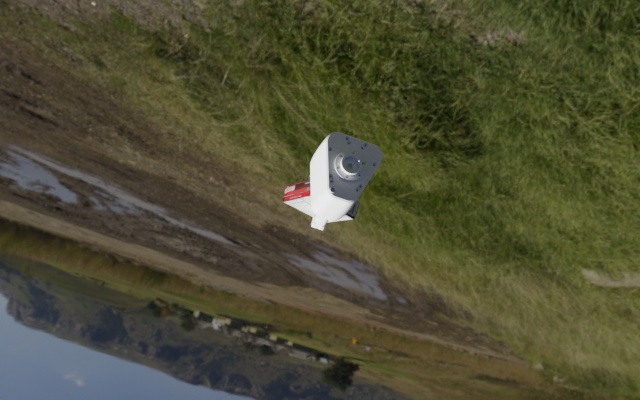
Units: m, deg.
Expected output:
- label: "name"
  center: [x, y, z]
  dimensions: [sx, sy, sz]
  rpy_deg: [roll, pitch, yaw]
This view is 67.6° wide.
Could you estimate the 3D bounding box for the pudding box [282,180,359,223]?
- label: "pudding box"
  center: [0.000, 0.003, 0.882]
  dimensions: [0.113, 0.039, 0.090]
  rpy_deg: [30, -24, -33]
